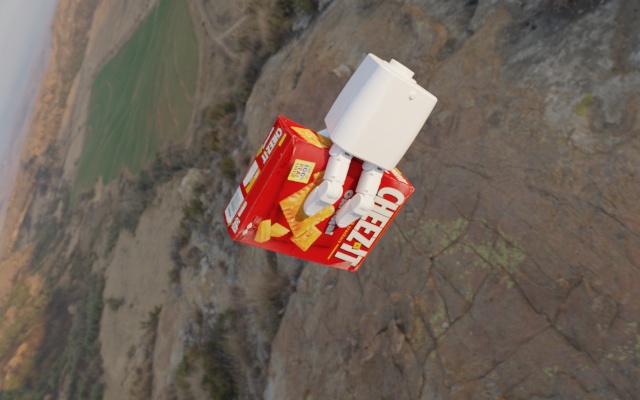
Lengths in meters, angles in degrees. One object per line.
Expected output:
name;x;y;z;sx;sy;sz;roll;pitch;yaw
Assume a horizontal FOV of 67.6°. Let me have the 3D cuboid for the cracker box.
cracker box;0.000;0.002;0.658;0.214;0.164;0.072;20;23;-33
